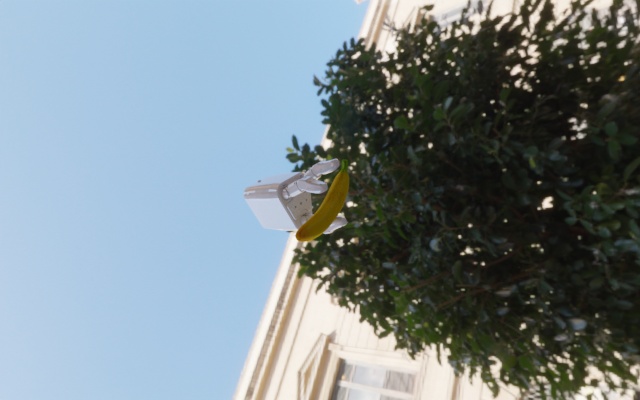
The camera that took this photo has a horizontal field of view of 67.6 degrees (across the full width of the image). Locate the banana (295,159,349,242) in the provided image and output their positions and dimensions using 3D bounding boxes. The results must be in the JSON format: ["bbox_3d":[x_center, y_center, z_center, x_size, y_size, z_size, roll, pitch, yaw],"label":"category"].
[{"bbox_3d":[0.009,0.013,0.891,0.037,0.197,0.070,4,-40,35],"label":"banana"}]
